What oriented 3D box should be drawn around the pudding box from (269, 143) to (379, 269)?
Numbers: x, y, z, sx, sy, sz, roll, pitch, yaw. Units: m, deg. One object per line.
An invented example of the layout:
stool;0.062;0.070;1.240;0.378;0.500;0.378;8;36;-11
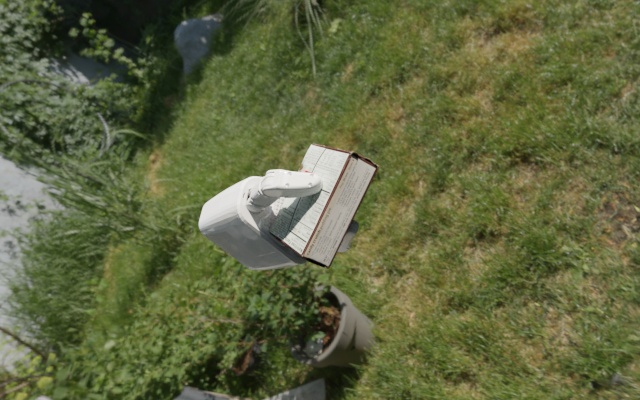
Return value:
pudding box;0.000;0.002;0.485;0.039;0.113;0.090;24;1;-30
